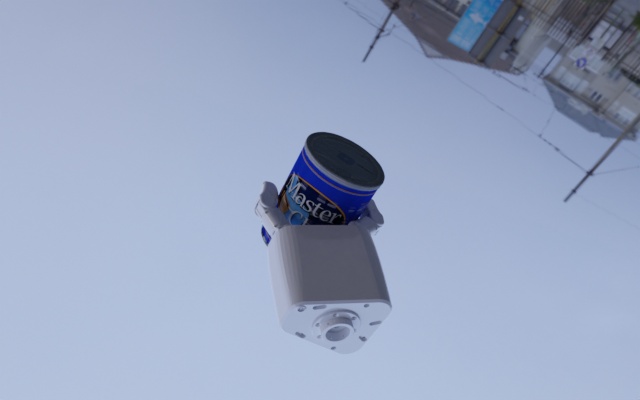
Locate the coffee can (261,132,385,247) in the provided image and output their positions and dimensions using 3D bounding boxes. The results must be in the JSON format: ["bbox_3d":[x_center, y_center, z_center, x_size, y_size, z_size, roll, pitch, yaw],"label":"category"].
[{"bbox_3d":[0.000,0.002,0.588,0.103,0.140,0.102,21,32,-14],"label":"coffee can"}]
